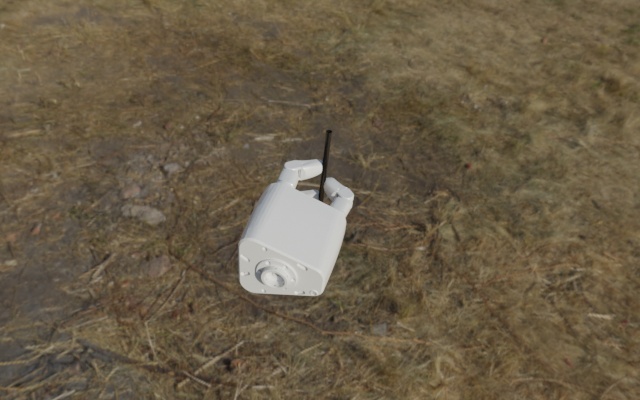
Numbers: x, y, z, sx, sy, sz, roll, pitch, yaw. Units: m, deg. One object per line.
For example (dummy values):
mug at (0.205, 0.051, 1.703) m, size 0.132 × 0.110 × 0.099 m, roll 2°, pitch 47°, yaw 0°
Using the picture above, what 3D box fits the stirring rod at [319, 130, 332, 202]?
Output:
stirring rod at (0.000, 0.002, 0.701) m, size 0.011 × 0.240 × 0.011 m, roll 4°, pitch 39°, yaw -3°
